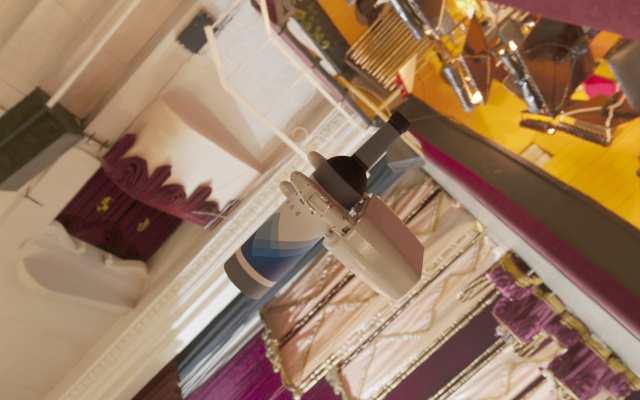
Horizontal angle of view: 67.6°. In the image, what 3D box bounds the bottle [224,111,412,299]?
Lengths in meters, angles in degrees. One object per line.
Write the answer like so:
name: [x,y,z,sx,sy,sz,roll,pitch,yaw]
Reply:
bottle: [0.000,0.002,0.609,0.069,0.296,0.069,44,8,-8]
